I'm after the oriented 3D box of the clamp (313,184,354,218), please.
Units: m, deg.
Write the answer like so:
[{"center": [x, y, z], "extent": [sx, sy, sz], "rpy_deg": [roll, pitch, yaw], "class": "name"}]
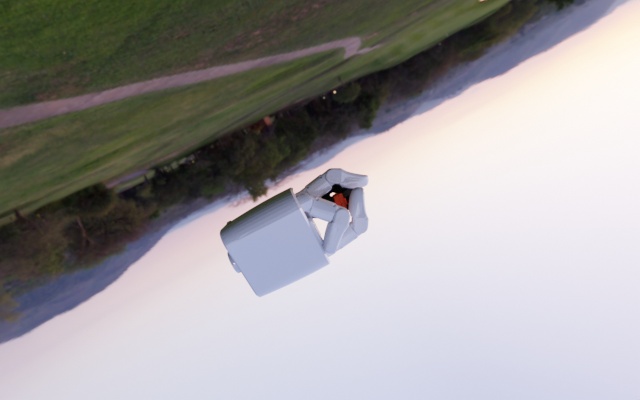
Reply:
[{"center": [0.000, 0.003, 0.705], "extent": [0.120, 0.039, 0.171], "rpy_deg": [-28, 6, 0], "class": "clamp"}]
